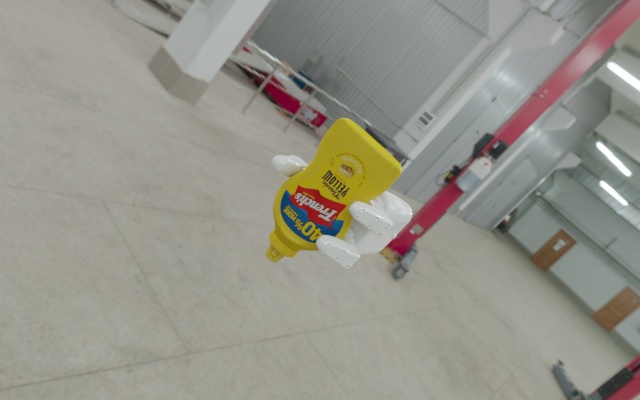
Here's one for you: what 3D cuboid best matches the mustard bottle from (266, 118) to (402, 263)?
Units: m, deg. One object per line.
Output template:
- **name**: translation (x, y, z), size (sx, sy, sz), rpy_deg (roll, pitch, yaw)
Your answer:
- **mustard bottle**: translation (0.000, 0.002, 0.569), size (0.096, 0.192, 0.058), rpy_deg (42, 15, 1)
